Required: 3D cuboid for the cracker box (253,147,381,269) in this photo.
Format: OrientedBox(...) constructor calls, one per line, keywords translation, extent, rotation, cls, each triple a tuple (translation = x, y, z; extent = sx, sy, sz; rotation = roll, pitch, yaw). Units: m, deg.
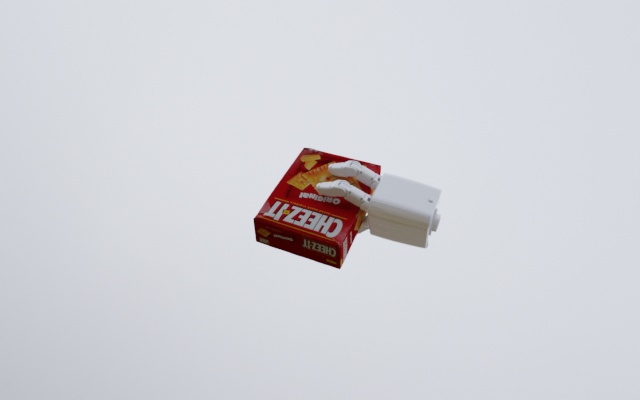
OrientedBox(translation=(0.000, 0.003, 0.870), extent=(0.164, 0.072, 0.213), rotation=(16, 47, 17), cls="cracker box")
